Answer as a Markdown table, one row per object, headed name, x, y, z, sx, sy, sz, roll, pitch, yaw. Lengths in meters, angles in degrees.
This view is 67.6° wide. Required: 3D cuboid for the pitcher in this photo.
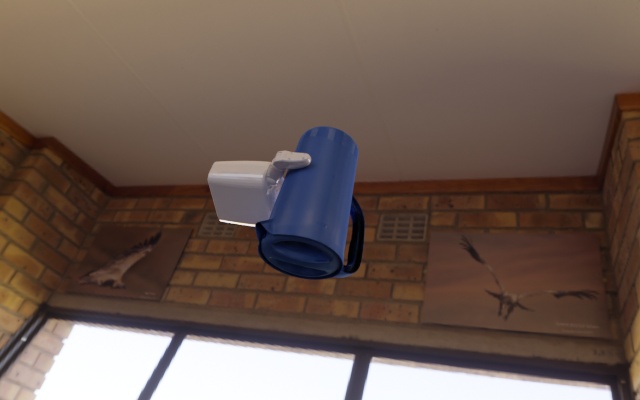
| name | x | y | z | sx | sy | sz | roll | pitch | yaw |
| --- | --- | --- | --- | --- | --- | --- | --- | --- | --- |
| pitcher | 0.000 | 0.003 | 0.789 | 0.145 | 0.242 | 0.149 | 3 | -36 | 16 |
